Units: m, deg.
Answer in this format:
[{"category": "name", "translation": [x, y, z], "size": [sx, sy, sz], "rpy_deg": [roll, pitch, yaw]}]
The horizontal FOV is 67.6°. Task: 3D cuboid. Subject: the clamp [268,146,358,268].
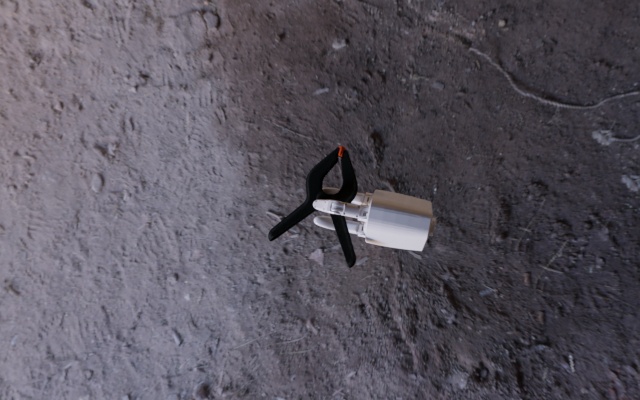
[{"category": "clamp", "translation": [0.000, 0.002, 0.858], "size": [0.164, 0.210, 0.036], "rpy_deg": [11, -4, 8]}]
